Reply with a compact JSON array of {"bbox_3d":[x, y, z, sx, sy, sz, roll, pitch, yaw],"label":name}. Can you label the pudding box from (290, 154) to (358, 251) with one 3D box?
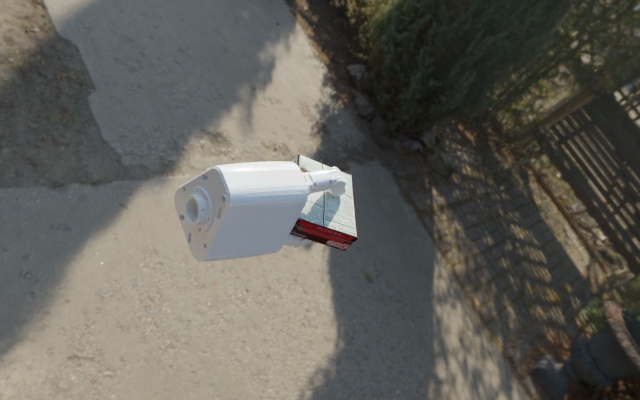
[{"bbox_3d":[0.000,0.002,0.624,0.090,0.113,0.039,21,-43,-25],"label":"pudding box"}]
